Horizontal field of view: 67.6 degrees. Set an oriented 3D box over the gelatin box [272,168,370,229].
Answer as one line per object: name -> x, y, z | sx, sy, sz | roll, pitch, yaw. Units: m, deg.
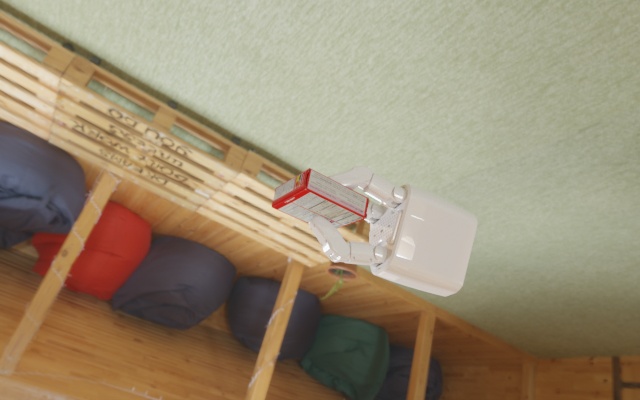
gelatin box -> 0.000, 0.002, 0.554 | 0.089, 0.030, 0.073 | 24, -29, -28
